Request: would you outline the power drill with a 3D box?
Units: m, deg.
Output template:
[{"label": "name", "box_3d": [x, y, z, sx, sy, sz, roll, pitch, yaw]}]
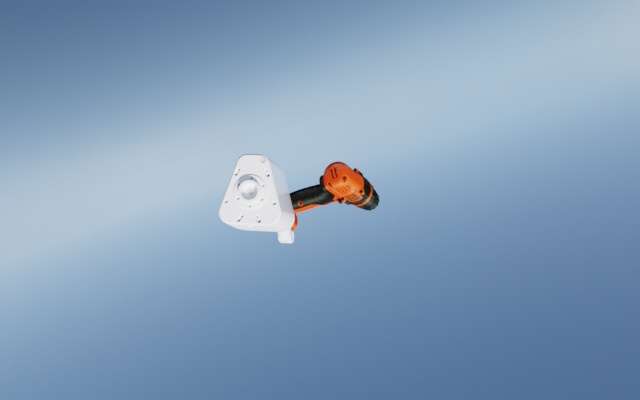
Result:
[{"label": "power drill", "box_3d": [0.000, 0.003, 0.846, 0.188, 0.057, 0.184, -23, -26, 18]}]
